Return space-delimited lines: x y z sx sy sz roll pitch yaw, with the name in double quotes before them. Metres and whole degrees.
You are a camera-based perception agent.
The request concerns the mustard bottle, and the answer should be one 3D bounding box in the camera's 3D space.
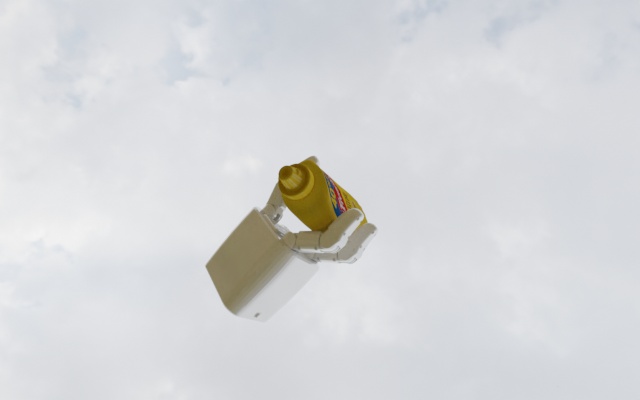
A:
"mustard bottle" 0.000 0.002 0.599 0.058 0.096 0.192 -26 -29 15
